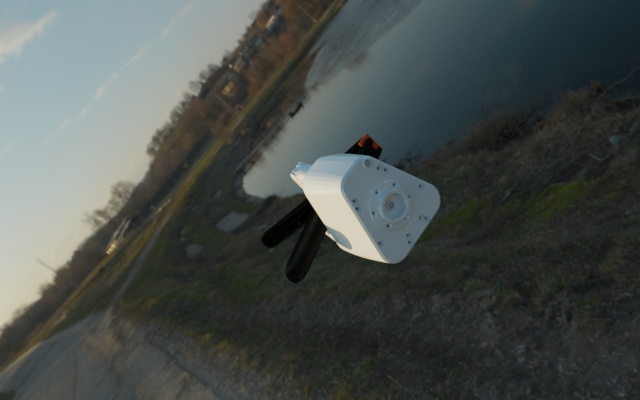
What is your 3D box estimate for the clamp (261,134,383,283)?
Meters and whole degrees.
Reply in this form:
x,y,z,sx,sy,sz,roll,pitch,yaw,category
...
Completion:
x,y,z,sx,sy,sz,roll,pitch,yaw,category
0.000,0.001,0.625,0.036,0.210,0.164,41,-10,-21,clamp
